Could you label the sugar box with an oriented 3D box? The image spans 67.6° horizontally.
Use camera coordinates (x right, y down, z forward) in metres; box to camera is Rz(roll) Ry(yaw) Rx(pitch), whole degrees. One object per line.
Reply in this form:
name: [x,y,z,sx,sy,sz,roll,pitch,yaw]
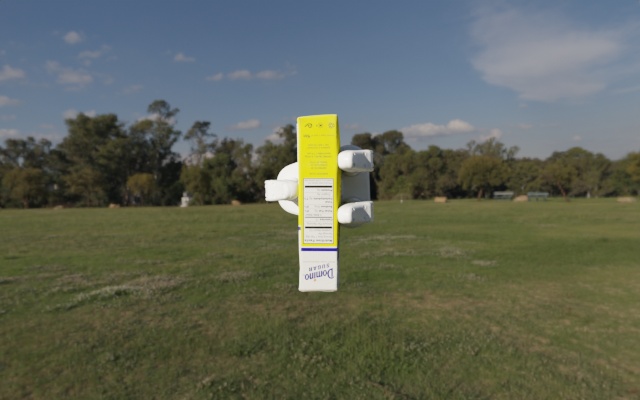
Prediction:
sugar box: [0.001,0.002,0.515,0.048,0.176,0.093,-3,3,3]
